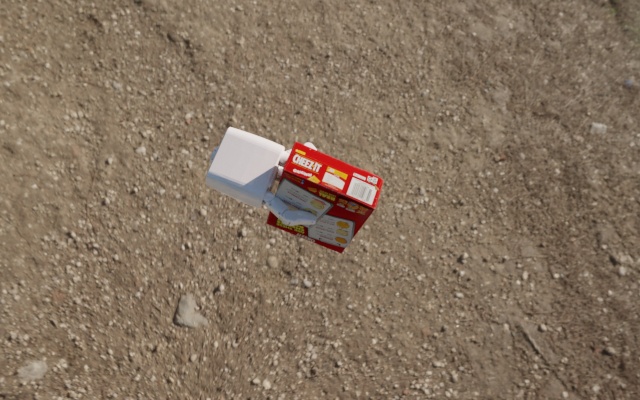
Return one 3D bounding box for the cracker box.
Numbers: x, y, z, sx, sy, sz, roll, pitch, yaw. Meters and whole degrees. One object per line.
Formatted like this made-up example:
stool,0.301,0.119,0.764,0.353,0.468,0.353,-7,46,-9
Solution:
cracker box,0.000,0.003,0.867,0.164,0.072,0.214,22,-29,-2
